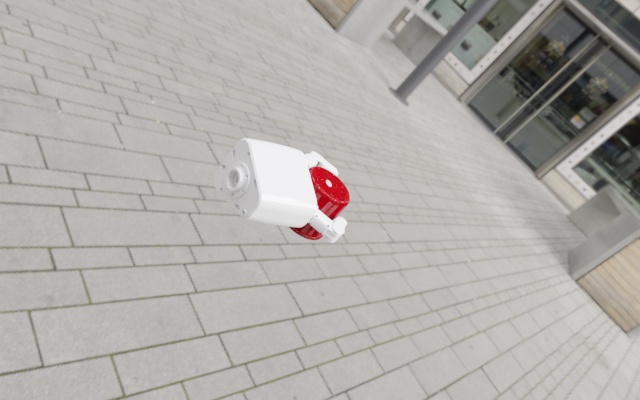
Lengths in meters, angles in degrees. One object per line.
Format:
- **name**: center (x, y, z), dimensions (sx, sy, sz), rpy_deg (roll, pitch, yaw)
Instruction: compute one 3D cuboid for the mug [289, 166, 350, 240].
- **mug**: center (0.001, 0.003, 0.759), dimensions (0.117, 0.093, 0.081), rpy_deg (9, -48, -48)
